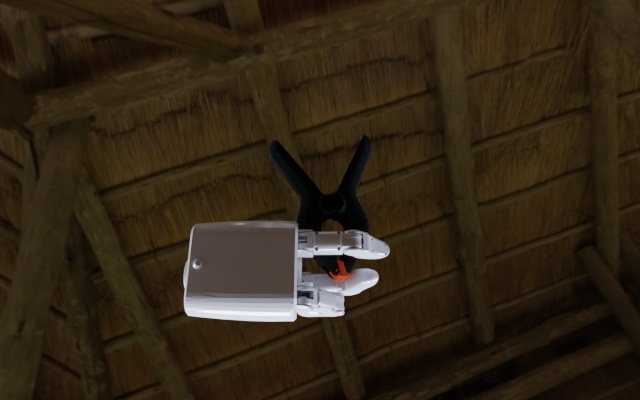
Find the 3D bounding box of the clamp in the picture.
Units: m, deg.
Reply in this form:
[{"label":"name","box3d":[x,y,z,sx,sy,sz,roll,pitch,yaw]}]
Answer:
[{"label":"clamp","box3d":[0.000,0.002,0.529,0.120,0.171,0.039,1,-22,-2]}]
